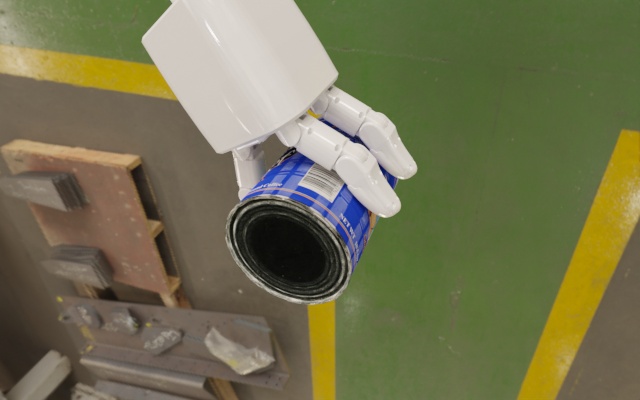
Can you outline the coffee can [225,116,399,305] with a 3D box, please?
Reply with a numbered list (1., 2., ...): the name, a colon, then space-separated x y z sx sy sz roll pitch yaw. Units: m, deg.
1. coffee can: 0.000 0.001 0.403 0.103 0.103 0.140 0 33 26
